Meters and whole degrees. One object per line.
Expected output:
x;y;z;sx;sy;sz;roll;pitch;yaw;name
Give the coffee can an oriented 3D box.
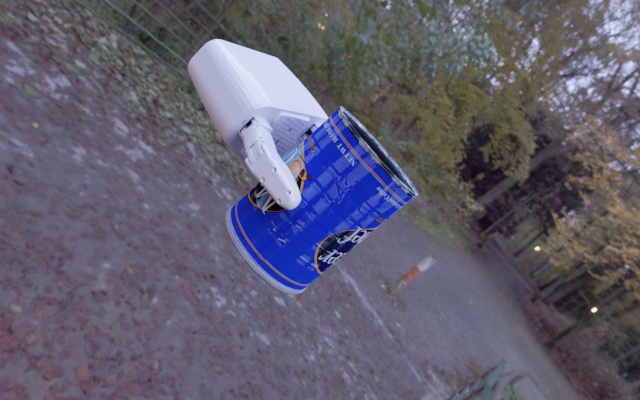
0.000;0.002;0.428;0.140;0.103;0.103;-41;-12;14;coffee can
